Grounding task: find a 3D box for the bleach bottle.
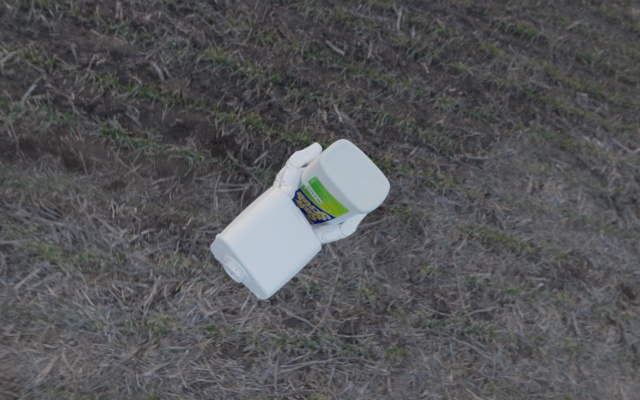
[{"bbox_3d":[0.000,0.002,0.714,0.068,0.102,0.251,-44,2,-27],"label":"bleach bottle"}]
